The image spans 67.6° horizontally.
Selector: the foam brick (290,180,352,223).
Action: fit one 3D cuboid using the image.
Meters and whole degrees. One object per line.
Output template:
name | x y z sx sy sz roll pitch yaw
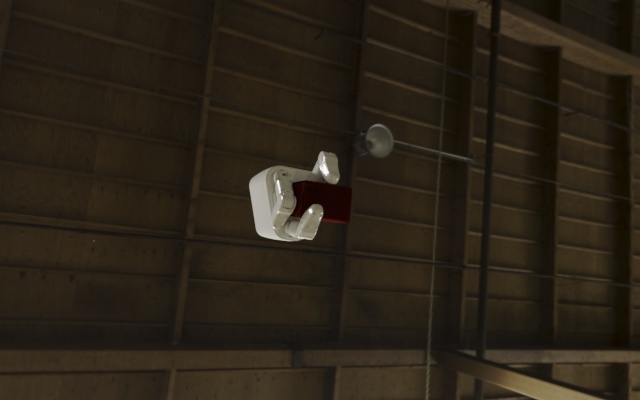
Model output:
foam brick | 0.000 0.002 0.701 0.078 0.053 0.051 10 -7 -24
